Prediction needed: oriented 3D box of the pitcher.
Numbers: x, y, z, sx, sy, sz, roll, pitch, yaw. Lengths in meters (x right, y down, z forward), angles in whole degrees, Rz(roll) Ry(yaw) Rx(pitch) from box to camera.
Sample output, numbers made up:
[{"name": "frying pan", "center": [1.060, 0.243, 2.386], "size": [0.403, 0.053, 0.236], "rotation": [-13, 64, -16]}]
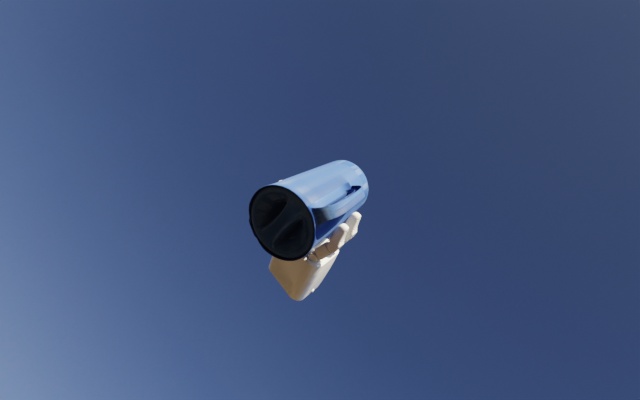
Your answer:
[{"name": "pitcher", "center": [0.000, 0.003, 0.868], "size": [0.149, 0.145, 0.242], "rotation": [34, 32, 18]}]
